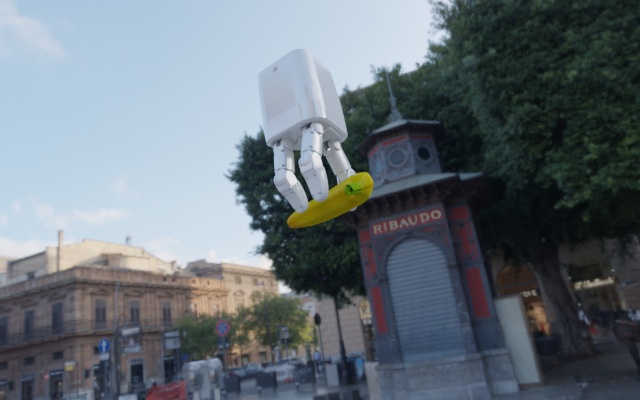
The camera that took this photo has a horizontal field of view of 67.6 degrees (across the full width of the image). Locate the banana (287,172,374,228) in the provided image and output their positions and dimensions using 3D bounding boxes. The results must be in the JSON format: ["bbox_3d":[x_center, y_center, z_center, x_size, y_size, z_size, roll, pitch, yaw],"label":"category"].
[{"bbox_3d":[0.018,-0.001,0.635,0.069,0.037,0.198,-8,-13,-27],"label":"banana"}]
